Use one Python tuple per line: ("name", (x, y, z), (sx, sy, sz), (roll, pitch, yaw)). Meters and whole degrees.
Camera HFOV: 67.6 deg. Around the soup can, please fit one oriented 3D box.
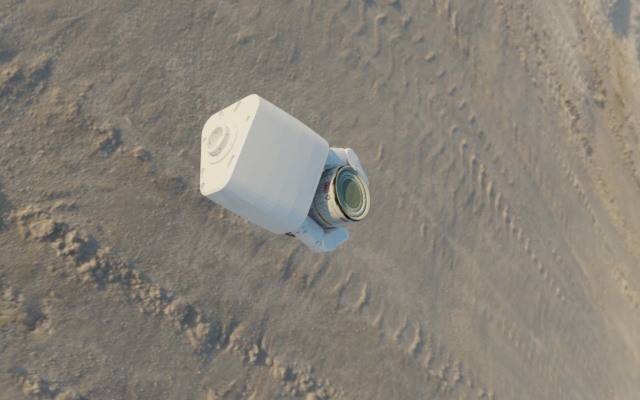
("soup can", (0.001, 0.002, 0.576), (0.102, 0.068, 0.068), (-16, -10, 39))
